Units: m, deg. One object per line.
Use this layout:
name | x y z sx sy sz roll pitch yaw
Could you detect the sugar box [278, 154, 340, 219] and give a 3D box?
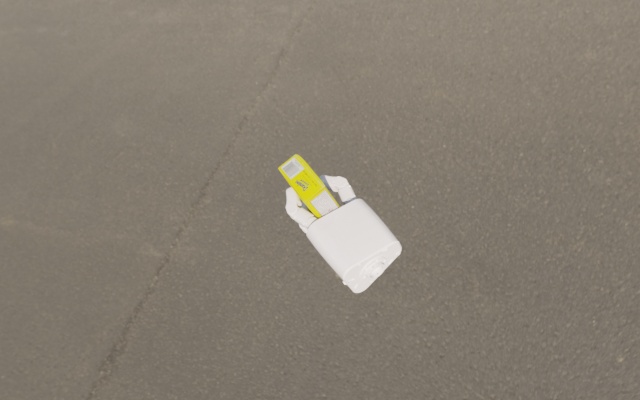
sugar box | 0.000 0.003 0.818 0.048 0.093 0.176 -38 -36 -2
